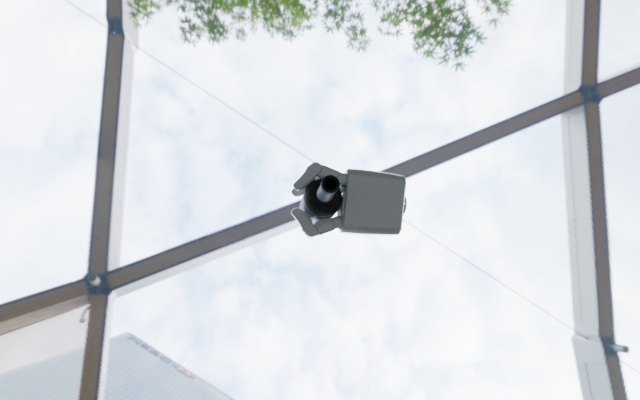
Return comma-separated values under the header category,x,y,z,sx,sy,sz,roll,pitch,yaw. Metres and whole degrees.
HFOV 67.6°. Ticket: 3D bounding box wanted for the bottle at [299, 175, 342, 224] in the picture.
category,x,y,z,sx,sy,sz,roll,pitch,yaw
bottle,0.000,0.003,0.845,0.069,0.069,0.296,0,-11,-6
